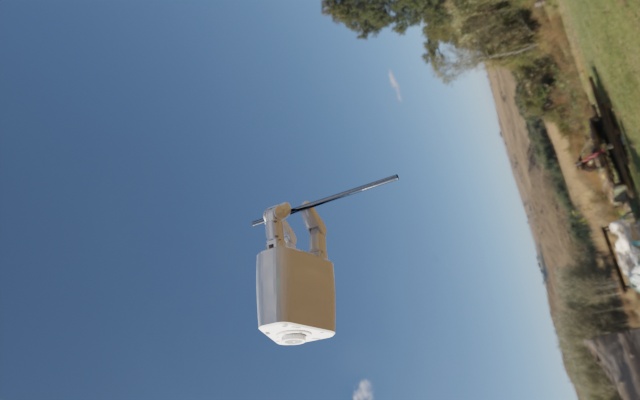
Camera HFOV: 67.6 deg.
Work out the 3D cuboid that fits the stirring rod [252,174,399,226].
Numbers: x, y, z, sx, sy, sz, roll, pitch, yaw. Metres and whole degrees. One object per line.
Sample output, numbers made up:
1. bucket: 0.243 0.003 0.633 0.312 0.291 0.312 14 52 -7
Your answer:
1. stirring rod: 0.000 0.002 0.697 0.239 0.011 0.011 -18 -8 24
